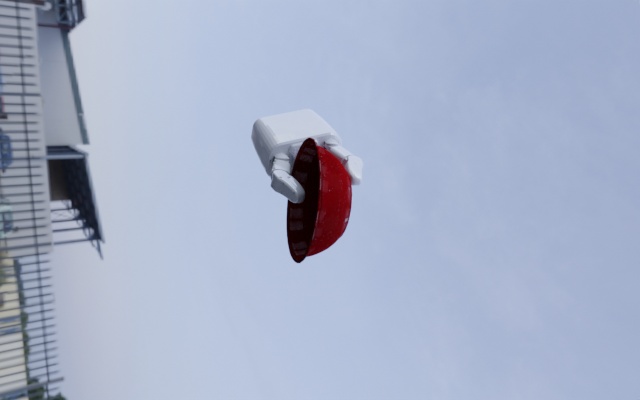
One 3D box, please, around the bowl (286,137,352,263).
[{"bbox_3d":[0.001,0.003,0.620,0.055,0.162,0.162,6,-2,-16],"label":"bowl"}]
